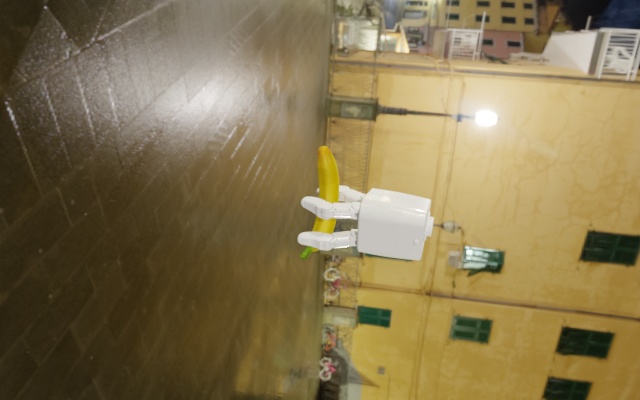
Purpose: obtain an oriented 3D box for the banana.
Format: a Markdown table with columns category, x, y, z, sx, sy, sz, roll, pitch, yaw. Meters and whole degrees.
| category | x | y | z | sx | sy | sz | roll | pitch | yaw |
| --- | --- | --- | --- | --- | --- | --- | --- | --- | --- |
| banana | 0.007 | 0.004 | 0.829 | 0.037 | 0.198 | 0.069 | 13 | 11 | 23 |
